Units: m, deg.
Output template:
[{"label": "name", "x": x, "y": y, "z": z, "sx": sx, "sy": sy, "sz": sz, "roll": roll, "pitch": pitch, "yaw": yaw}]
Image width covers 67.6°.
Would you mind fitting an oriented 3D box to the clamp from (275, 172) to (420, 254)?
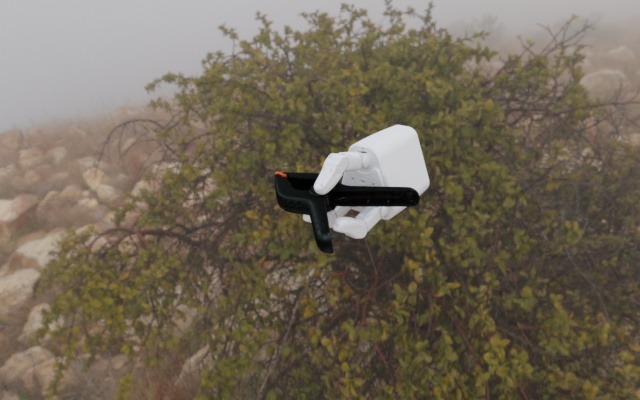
[{"label": "clamp", "x": 0.000, "y": 0.001, "z": 0.631, "sx": 0.210, "sy": 0.036, "sz": 0.164, "roll": 17, "pitch": 34, "yaw": 39}]
